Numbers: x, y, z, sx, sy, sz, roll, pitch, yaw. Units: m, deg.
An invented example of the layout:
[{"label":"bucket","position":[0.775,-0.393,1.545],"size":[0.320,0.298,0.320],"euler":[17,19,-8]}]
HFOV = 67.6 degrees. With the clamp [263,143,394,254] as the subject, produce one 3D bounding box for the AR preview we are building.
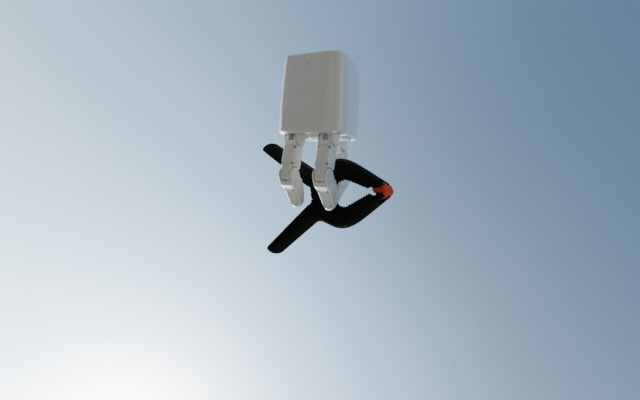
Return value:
[{"label":"clamp","position":[0.001,0.002,0.671],"size":[0.210,0.164,0.036],"euler":[4,4,33]}]
